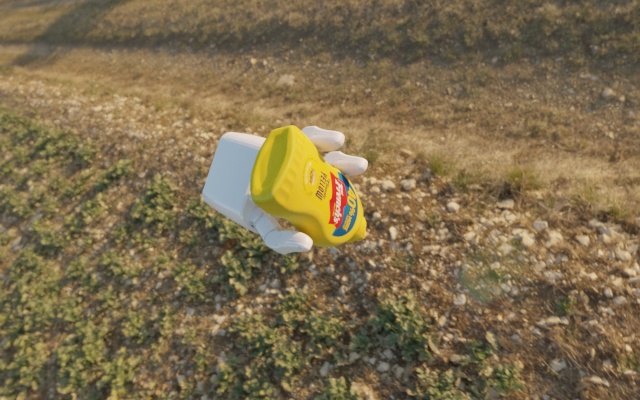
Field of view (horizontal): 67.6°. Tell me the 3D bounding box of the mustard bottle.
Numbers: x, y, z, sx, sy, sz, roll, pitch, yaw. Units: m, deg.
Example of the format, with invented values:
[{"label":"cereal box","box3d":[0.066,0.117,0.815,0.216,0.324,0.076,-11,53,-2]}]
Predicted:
[{"label":"mustard bottle","box3d":[0.000,0.002,0.570,0.058,0.096,0.192,-8,-33,35]}]
